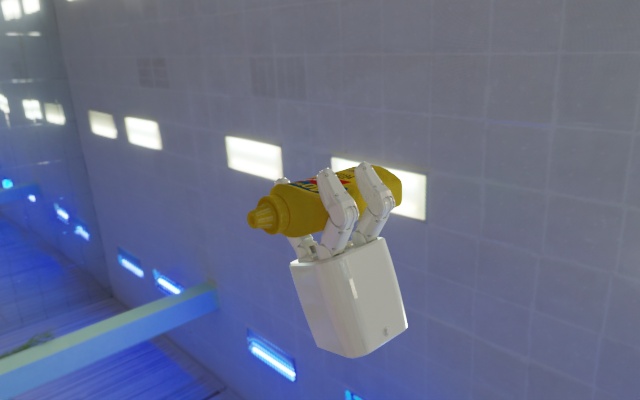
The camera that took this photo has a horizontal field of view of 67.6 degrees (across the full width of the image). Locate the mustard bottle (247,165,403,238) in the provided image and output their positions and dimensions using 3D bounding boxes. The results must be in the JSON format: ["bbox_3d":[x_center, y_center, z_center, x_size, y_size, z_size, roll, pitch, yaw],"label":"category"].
[{"bbox_3d":[0.000,0.001,0.539,0.191,0.058,0.096,-16,22,-42],"label":"mustard bottle"}]
